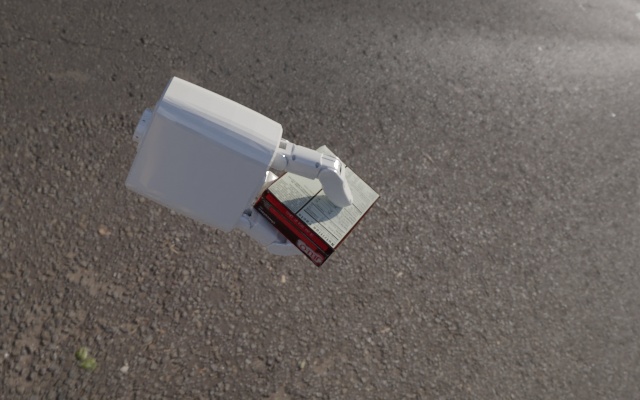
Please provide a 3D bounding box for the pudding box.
[{"bbox_3d":[0.000,0.001,0.493,0.113,0.090,0.039,-44,-4,-44],"label":"pudding box"}]
